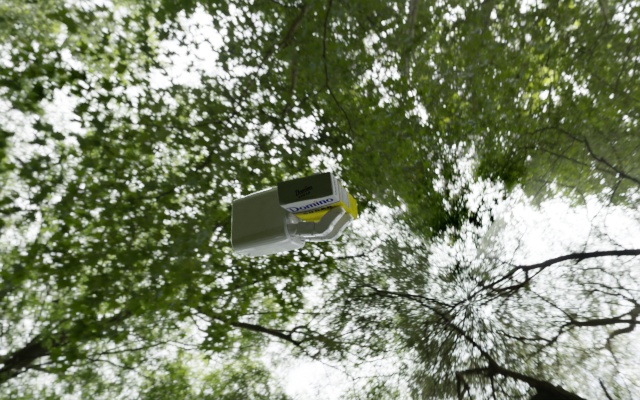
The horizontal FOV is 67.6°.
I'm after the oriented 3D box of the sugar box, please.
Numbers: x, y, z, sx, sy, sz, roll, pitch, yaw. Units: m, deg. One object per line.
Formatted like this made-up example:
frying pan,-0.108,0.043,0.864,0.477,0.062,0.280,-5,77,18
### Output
sugar box,0.000,0.003,0.824,0.093,0.048,0.176,-12,-15,15
